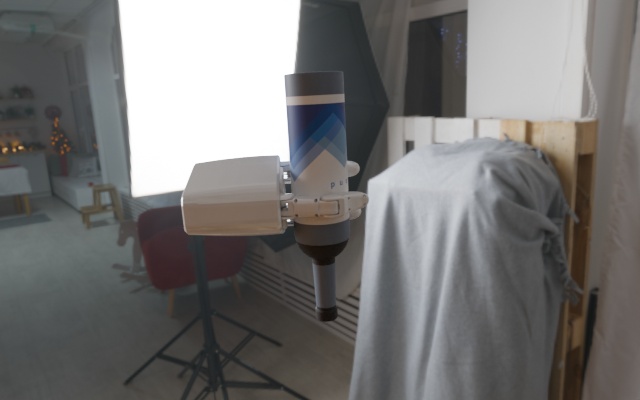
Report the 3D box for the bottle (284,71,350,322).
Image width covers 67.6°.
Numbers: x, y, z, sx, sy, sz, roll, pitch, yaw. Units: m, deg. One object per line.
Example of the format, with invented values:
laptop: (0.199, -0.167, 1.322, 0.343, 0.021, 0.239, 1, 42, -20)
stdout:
bottle: (0.000, 0.002, 0.563, 0.069, 0.296, 0.069, -3, 13, 1)
